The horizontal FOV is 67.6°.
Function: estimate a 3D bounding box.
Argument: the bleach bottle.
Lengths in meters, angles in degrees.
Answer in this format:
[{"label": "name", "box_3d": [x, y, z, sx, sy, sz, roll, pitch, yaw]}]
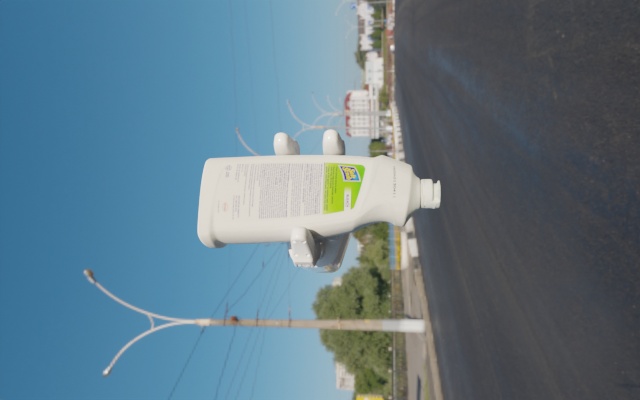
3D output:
[{"label": "bleach bottle", "box_3d": [0.000, 0.002, 0.516, 0.251, 0.102, 0.068, 0, -13, 8]}]
